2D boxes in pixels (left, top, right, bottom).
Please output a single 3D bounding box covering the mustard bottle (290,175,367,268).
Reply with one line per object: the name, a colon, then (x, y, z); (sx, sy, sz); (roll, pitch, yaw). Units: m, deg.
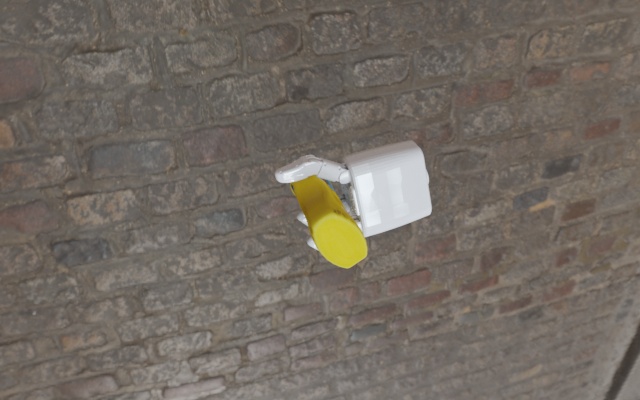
mustard bottle: (0.000, 0.002, 0.659); (0.058, 0.096, 0.191); (-36, 36, 7)
